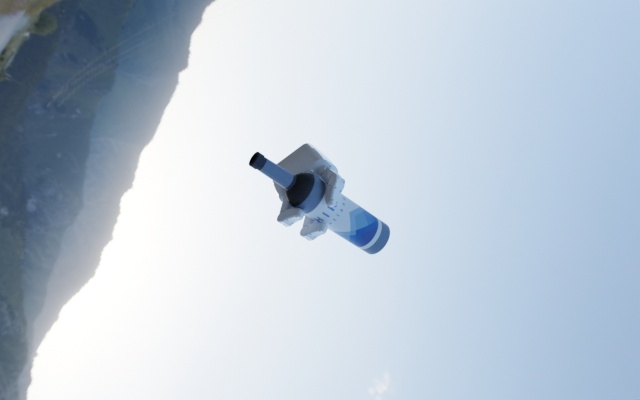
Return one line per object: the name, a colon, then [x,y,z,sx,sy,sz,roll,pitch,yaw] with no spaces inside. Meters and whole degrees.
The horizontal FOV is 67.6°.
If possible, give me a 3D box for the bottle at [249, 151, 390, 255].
bottle: [0.000,0.003,0.839,0.296,0.069,0.069,33,-18,-29]
